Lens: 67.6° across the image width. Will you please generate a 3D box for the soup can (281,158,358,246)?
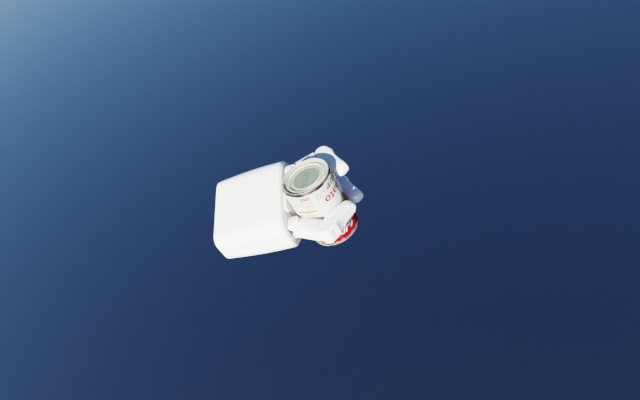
[{"bbox_3d":[0.000,0.002,0.625,0.068,0.068,0.102,0,-41,31],"label":"soup can"}]
